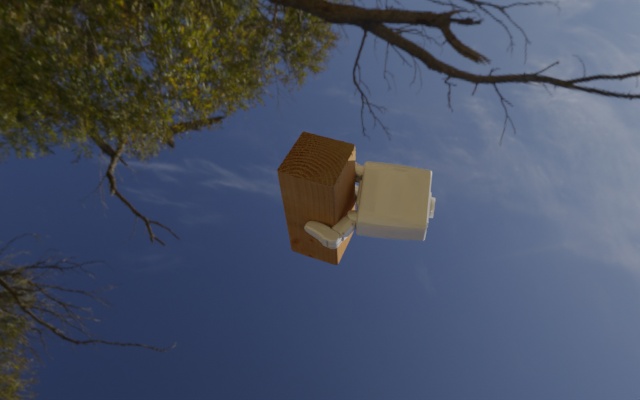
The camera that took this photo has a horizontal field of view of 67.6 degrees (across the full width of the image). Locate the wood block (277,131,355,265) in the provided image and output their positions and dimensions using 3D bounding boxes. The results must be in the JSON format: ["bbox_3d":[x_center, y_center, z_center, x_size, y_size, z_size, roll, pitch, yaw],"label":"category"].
[{"bbox_3d":[0.000,0.003,0.767,0.090,0.090,0.206,17,-36,17],"label":"wood block"}]
